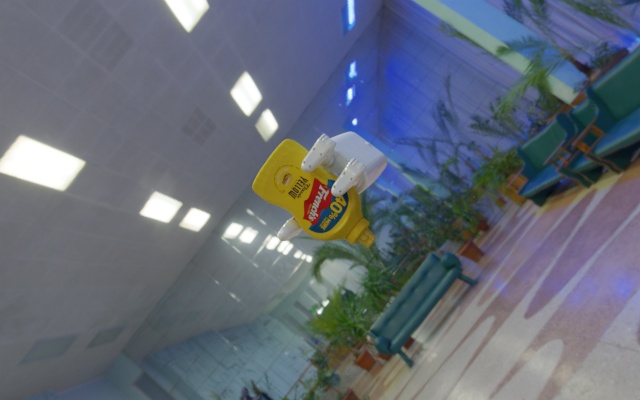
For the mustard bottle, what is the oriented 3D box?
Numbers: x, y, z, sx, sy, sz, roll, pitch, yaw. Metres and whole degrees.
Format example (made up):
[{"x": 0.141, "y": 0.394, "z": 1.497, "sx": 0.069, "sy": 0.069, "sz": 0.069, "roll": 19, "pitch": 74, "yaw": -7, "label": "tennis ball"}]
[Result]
[{"x": 0.000, "y": 0.002, "z": 0.695, "sx": 0.191, "sy": 0.096, "sz": 0.058, "roll": 38, "pitch": 7, "yaw": 9, "label": "mustard bottle"}]
